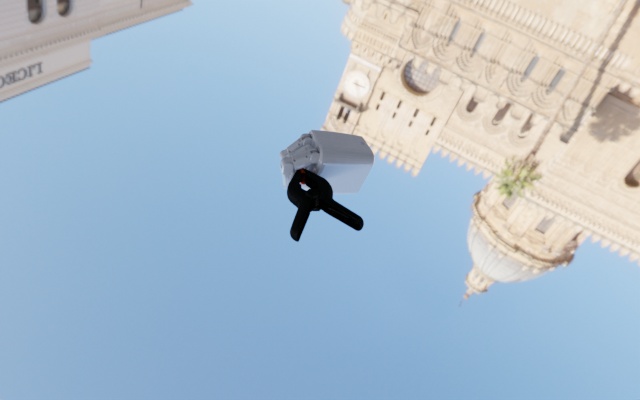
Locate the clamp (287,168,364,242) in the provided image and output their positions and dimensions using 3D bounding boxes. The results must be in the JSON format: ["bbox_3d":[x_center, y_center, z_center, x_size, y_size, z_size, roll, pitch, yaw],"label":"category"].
[{"bbox_3d":[0.000,0.003,0.801,0.120,0.039,0.171,2,41,-14],"label":"clamp"}]
